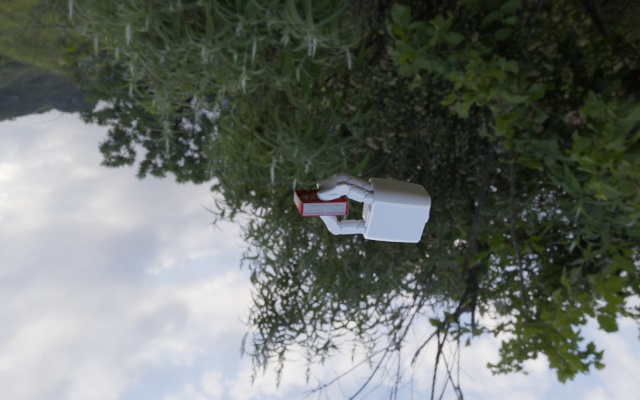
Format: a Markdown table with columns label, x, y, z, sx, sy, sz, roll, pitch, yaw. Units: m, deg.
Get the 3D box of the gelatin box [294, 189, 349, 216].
| label | x | y | z | sx | sy | sz | roll | pitch | yaw |
| --- | --- | --- | --- | --- | --- | --- | --- | --- | --- |
| gelatin box | 0.000 | 0.003 | 0.897 | 0.089 | 0.030 | 0.073 | -2 | 20 | -14 |
